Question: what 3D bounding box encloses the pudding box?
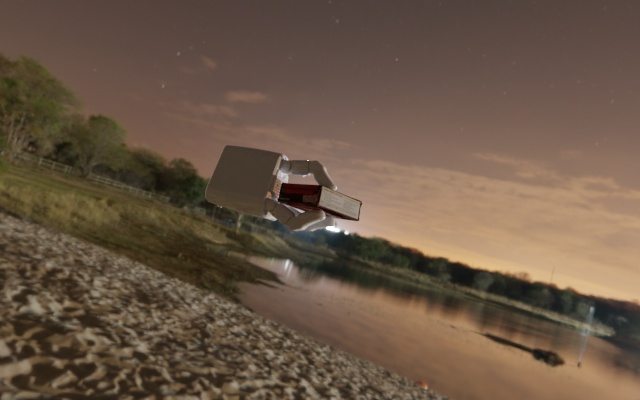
[{"bbox_3d":[0.000,0.002,0.783,0.090,0.039,0.113,7,-7,41],"label":"pudding box"}]
